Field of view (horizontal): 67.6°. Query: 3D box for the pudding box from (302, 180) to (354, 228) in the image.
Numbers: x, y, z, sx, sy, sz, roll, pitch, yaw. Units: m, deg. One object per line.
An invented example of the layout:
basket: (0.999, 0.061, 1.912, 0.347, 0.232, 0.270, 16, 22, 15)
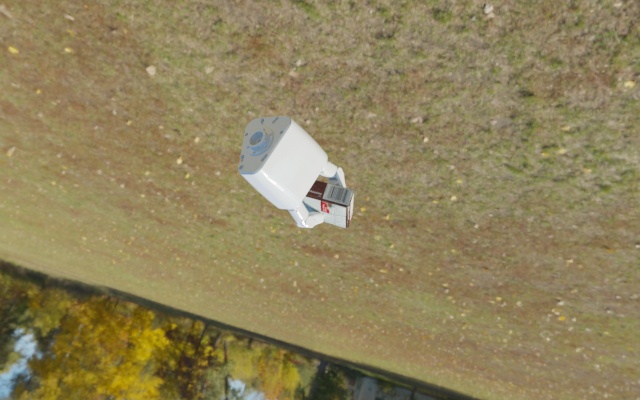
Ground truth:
pudding box: (0.000, 0.003, 0.838, 0.113, 0.039, 0.090, 16, -25, 11)
